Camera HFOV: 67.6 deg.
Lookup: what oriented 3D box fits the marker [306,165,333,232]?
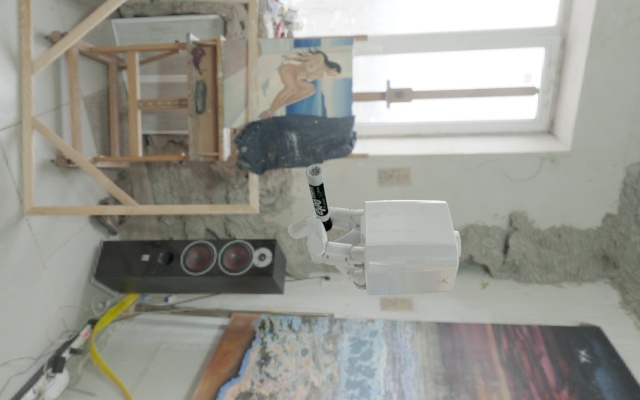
[{"bbox_3d":[0.000,0.002,0.570,0.020,0.020,0.121,0,-34,8],"label":"marker"}]
